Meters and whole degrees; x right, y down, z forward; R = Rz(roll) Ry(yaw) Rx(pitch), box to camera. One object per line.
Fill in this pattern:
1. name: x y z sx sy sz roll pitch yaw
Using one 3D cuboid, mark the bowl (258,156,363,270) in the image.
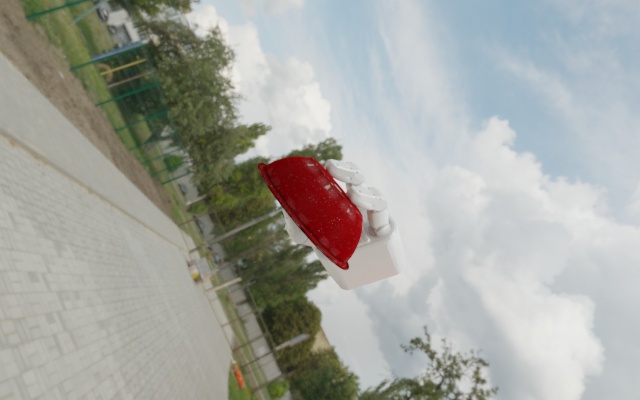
1. bowl: 0.000 0.001 0.556 0.055 0.162 0.162 -40 -5 6
